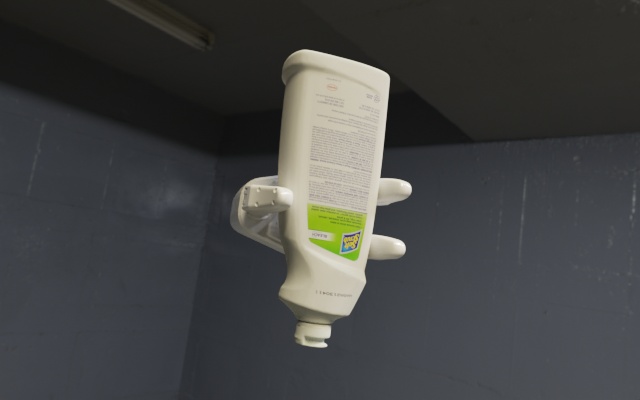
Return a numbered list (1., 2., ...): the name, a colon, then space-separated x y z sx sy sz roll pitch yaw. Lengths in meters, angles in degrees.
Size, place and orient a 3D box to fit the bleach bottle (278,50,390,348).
1. bleach bottle: 0.000 0.001 0.432 0.102 0.251 0.068 10 -8 -17
